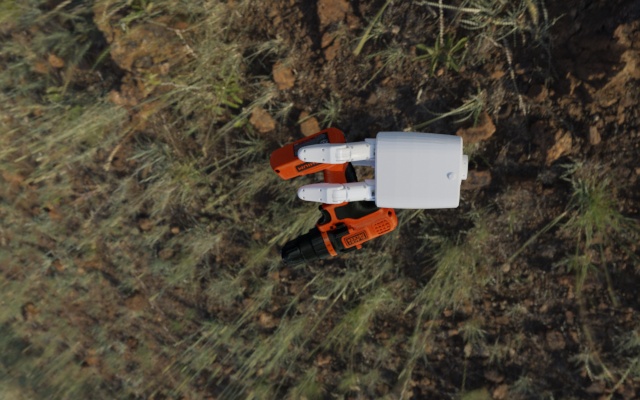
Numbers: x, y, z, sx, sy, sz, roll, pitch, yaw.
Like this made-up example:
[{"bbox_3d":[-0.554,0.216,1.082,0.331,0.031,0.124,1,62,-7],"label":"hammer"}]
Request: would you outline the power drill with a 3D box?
[{"bbox_3d":[0.000,0.002,0.683,0.184,0.188,0.057,-23,35,6],"label":"power drill"}]
